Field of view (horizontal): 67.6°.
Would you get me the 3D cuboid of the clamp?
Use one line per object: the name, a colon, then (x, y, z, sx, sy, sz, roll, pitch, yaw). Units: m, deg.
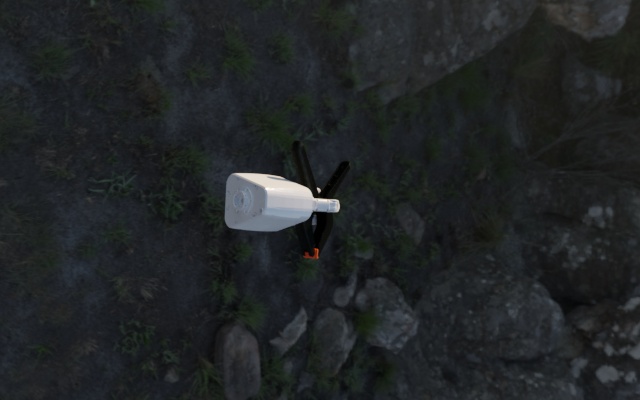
clamp: (0.001, 0.003, 0.897, 0.036, 0.210, 0.164, 1, -3, 40)
